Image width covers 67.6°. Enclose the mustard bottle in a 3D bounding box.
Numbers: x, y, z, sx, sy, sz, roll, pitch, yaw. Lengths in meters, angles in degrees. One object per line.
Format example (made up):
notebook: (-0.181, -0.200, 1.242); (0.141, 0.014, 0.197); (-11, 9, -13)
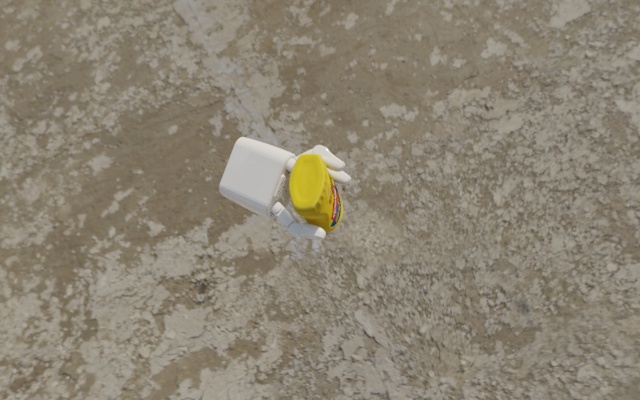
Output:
mustard bottle: (0.000, 0.003, 0.806); (0.058, 0.096, 0.192); (-1, -21, 14)
